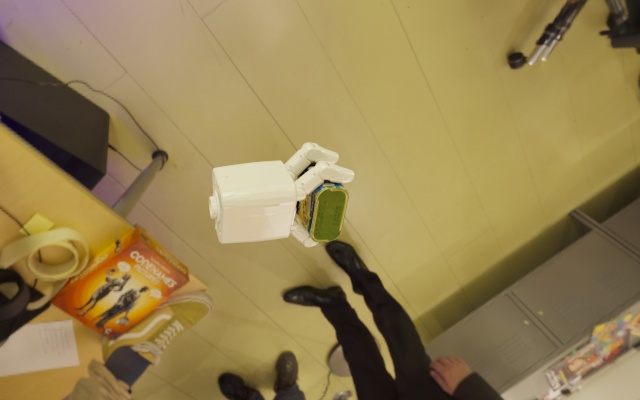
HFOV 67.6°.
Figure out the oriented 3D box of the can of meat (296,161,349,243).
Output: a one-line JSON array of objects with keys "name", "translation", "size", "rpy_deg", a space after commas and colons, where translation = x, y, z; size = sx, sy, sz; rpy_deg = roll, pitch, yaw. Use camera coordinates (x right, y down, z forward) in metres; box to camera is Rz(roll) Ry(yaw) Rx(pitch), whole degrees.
[{"name": "can of meat", "translation": [0.000, 0.003, 0.740], "size": [0.057, 0.102, 0.084], "rpy_deg": [-3, 32, -20]}]
